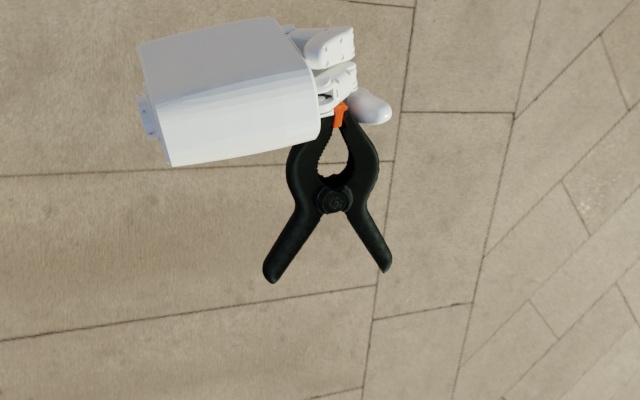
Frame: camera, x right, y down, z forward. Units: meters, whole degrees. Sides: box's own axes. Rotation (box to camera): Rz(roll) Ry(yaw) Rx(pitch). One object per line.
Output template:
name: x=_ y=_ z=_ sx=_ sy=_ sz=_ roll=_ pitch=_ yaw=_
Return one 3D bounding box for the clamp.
clamp: x=0.000 y=0.001 z=0.408 sx=0.120 sy=0.171 sz=0.039 roll=-14 pitch=26 yaw=-13
